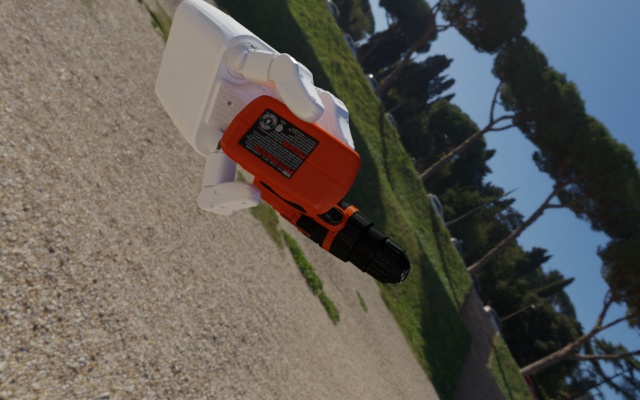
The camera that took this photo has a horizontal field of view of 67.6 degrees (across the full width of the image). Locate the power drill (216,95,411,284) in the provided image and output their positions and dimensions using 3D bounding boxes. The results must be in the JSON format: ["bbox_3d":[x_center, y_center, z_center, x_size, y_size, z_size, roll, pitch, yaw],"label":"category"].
[{"bbox_3d":[0.000,0.001,0.415,0.184,0.057,0.188,33,-12,17],"label":"power drill"}]
